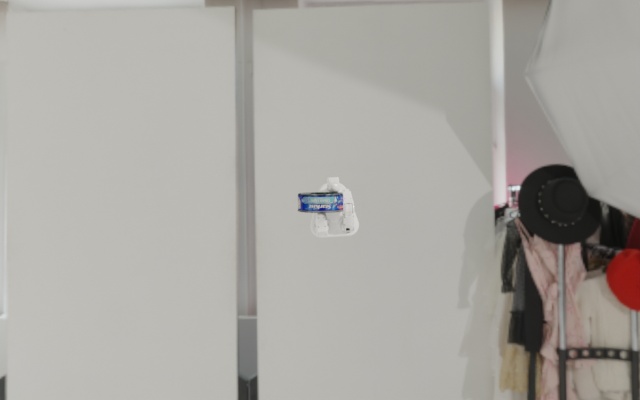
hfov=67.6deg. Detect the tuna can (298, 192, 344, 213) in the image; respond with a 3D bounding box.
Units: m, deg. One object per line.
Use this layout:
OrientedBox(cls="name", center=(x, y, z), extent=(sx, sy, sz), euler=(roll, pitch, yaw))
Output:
OrientedBox(cls="tuna can", center=(0.000, 0.002, 0.886), extent=(0.086, 0.034, 0.086), euler=(0, 4, 0))
